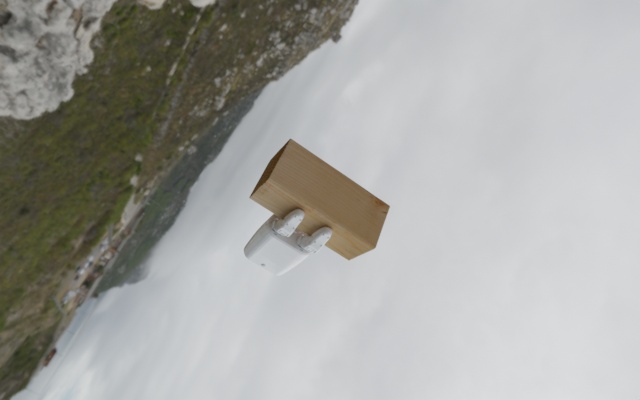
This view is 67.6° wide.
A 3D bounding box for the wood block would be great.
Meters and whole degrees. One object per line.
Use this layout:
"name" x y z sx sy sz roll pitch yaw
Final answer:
"wood block" 0.000 0.003 0.800 0.206 0.090 0.090 33 -33 -14
